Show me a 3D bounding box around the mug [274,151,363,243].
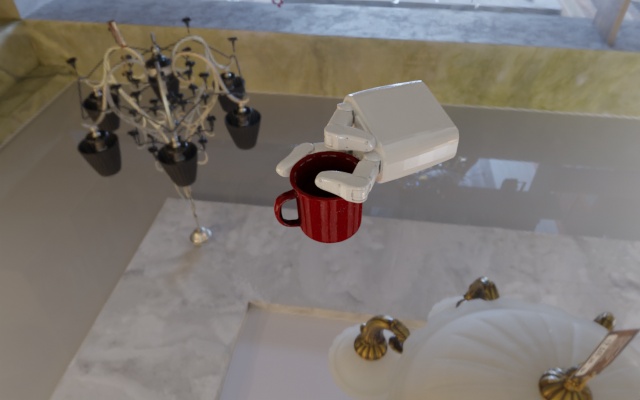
[{"bbox_3d":[-0.001,0.003,0.588,0.117,0.082,0.093,-18,44,-16],"label":"mug"}]
